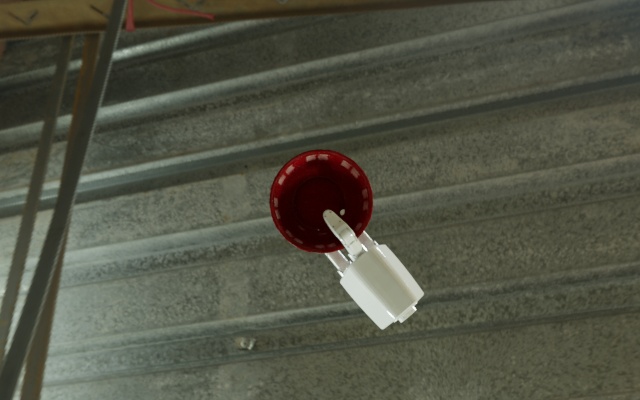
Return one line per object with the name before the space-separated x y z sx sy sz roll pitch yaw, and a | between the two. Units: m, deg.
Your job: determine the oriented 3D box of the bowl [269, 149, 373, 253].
bowl | 0.000 0.001 0.763 0.162 0.162 0.055 0 -4 -4
